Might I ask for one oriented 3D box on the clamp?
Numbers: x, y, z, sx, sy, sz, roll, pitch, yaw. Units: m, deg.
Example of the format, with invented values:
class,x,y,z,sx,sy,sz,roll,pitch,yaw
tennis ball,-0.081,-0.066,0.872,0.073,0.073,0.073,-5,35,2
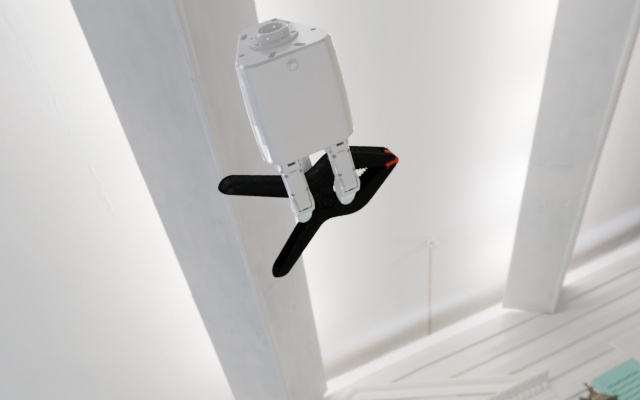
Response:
class,x,y,z,sx,sy,sz,roll,pitch,yaw
clamp,0.000,0.001,0.579,0.210,0.165,0.036,-24,40,-10
